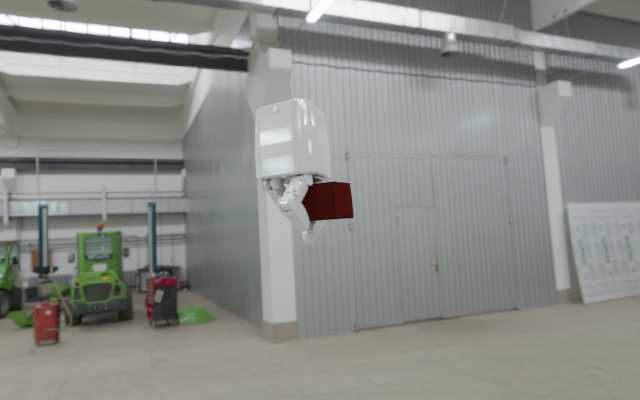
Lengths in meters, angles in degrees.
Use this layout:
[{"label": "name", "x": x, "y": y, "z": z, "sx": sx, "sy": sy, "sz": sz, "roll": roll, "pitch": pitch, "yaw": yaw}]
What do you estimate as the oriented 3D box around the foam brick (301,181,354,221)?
[{"label": "foam brick", "x": 0.000, "y": 0.002, "z": 0.681, "sx": 0.078, "sy": 0.051, "sz": 0.053, "roll": -5, "pitch": -5, "yaw": 32}]
